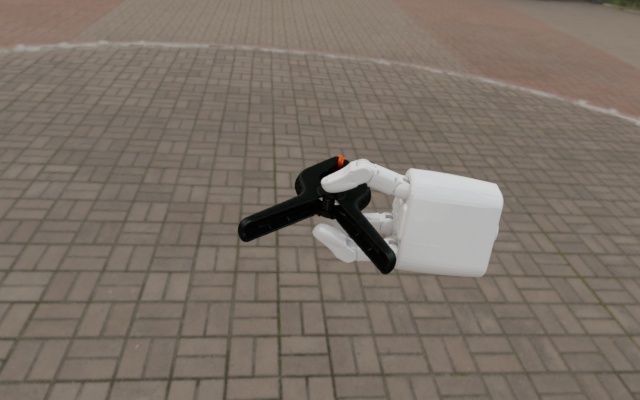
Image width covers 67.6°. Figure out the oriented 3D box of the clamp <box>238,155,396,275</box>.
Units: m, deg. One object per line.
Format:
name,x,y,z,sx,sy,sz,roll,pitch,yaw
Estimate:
clamp,0.000,0.001,0.559,0.164,0.036,0.209,10,32,-3
